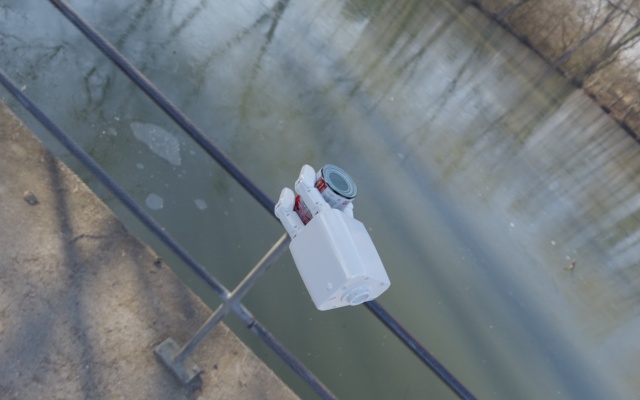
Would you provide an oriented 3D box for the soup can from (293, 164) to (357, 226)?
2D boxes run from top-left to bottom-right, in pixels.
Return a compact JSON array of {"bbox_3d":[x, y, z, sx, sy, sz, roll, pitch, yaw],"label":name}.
[{"bbox_3d":[0.000,0.002,0.734,0.068,0.068,0.102,0,-39,-48],"label":"soup can"}]
